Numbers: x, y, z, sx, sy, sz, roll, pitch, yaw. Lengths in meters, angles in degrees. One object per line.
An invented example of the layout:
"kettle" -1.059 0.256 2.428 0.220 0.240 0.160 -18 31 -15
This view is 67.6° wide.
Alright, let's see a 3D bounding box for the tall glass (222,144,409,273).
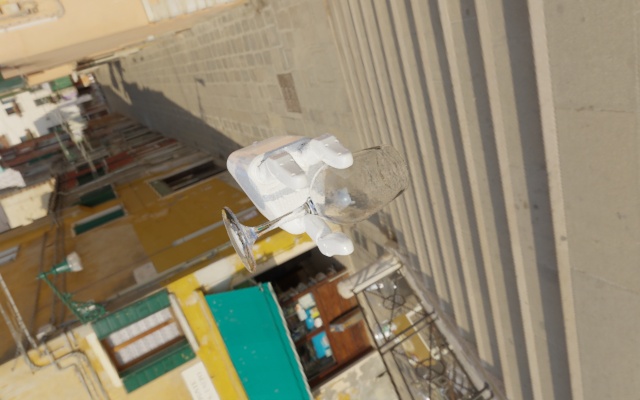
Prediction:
"tall glass" 0.000 0.002 0.521 0.201 0.079 0.079 -25 9 -21
